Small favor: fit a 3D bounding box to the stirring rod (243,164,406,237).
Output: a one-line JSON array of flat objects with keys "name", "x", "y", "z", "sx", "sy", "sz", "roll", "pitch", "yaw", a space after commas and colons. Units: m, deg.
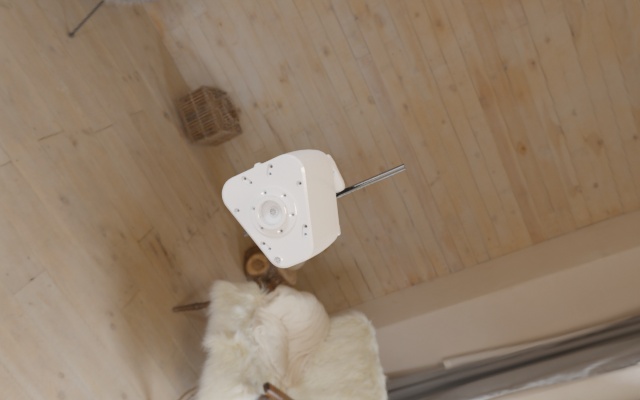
[{"name": "stirring rod", "x": 0.000, "y": 0.002, "z": 0.638, "sx": 0.239, "sy": 0.011, "sz": 0.011, "roll": -23, "pitch": -7, "yaw": 16}]
